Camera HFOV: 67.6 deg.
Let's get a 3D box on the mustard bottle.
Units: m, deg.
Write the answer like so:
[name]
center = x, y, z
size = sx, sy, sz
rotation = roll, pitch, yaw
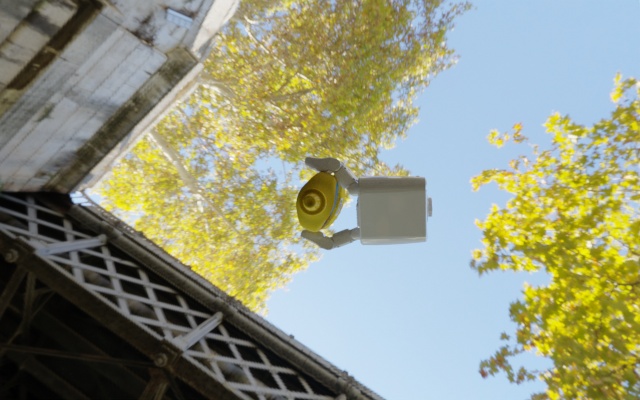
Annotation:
[mustard bottle]
center = 0.000, 0.002, 0.774
size = 0.058, 0.096, 0.191
rotation = 22, 3, 8
